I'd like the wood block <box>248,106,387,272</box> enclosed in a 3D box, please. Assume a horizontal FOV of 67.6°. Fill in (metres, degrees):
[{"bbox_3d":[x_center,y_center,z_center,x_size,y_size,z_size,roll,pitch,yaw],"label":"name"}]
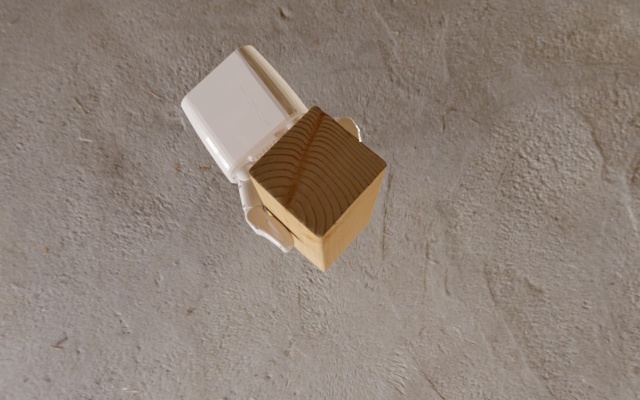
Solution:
[{"bbox_3d":[0.000,0.002,0.510,0.090,0.091,0.206,41,-11,12],"label":"wood block"}]
